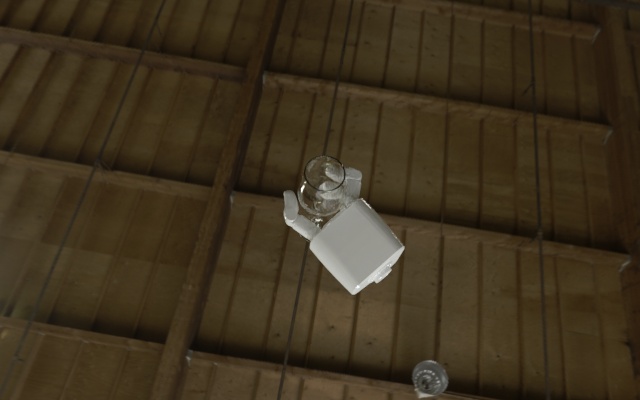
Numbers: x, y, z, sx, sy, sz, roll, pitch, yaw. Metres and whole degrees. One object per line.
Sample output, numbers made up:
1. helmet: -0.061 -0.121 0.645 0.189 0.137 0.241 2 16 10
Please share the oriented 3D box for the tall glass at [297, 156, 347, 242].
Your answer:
1. tall glass: 0.000 0.003 0.795 0.079 0.079 0.201 0 -26 -4
